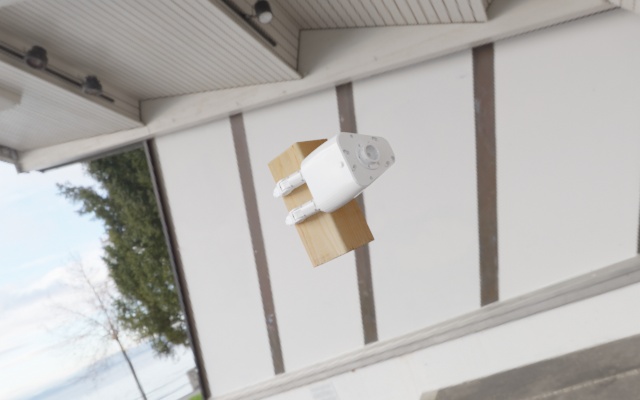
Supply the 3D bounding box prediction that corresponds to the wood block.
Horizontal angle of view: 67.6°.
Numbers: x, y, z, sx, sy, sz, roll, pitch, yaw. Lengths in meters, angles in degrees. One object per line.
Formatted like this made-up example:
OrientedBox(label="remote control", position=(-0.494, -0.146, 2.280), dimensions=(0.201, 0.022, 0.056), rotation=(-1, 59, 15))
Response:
OrientedBox(label="wood block", position=(0.001, 0.002, 0.860), dimensions=(0.090, 0.206, 0.091), rotation=(-31, -10, 40))
